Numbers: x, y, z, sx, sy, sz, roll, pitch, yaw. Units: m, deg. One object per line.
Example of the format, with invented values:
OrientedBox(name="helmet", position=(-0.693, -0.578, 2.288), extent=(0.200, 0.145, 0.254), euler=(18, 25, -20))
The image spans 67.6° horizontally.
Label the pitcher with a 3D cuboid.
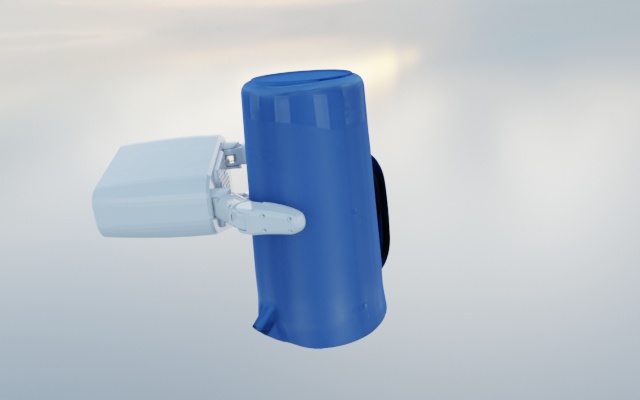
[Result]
OrientedBox(name="pitcher", position=(0.000, 0.002, 0.462), extent=(0.145, 0.243, 0.149), euler=(-3, 21, 3))
